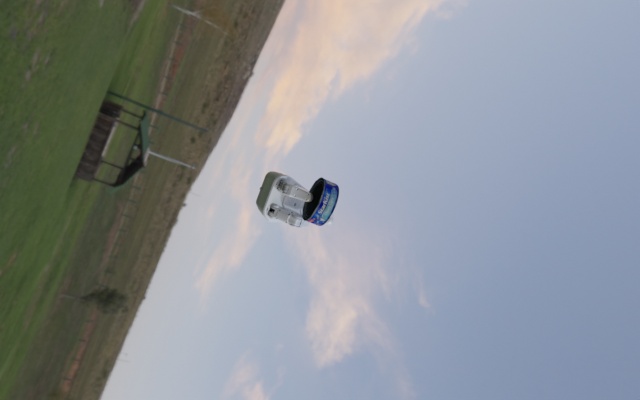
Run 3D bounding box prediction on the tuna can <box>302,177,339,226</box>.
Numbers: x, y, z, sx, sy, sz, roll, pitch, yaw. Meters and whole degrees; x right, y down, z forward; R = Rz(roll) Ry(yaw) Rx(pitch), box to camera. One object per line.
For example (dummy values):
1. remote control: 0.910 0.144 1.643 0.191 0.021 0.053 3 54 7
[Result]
1. tuna can: 0.001 0.003 0.880 0.034 0.086 0.086 23 -7 -18
